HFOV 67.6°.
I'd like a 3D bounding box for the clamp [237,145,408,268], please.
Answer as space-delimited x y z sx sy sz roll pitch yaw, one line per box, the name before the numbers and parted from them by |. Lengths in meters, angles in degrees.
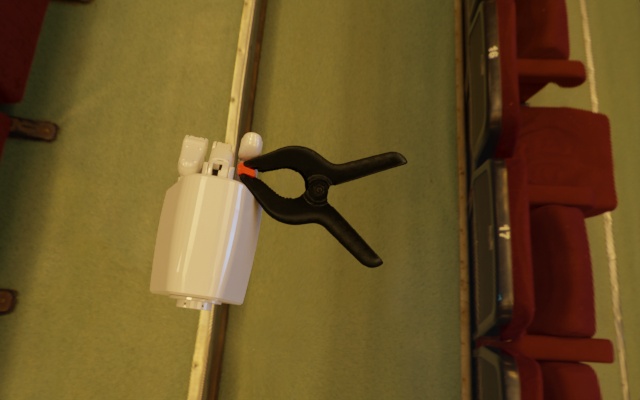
clamp | 0.000 0.001 0.478 0.171 0.120 0.039 6 -10 -6
